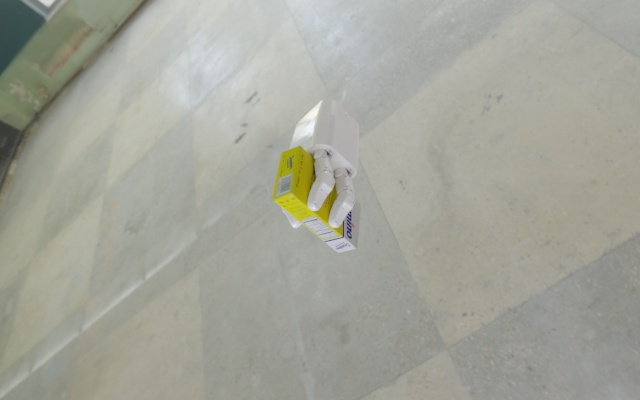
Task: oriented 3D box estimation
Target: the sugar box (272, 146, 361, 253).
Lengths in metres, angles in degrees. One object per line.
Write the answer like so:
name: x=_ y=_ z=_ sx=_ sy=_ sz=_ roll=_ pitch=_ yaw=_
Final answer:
sugar box: x=0.001 y=0.002 z=0.759 sx=0.048 sy=0.093 sz=0.176 roll=-18 pitch=-41 yaw=35
